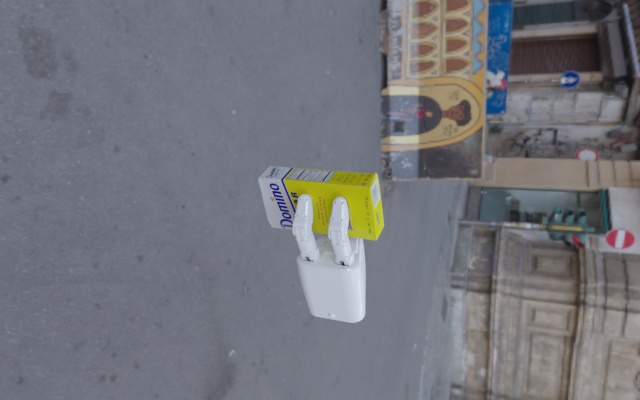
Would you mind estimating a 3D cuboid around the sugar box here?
[{"bbox_3d":[0.000,0.003,0.701,0.176,0.093,0.048,3,34,22],"label":"sugar box"}]
